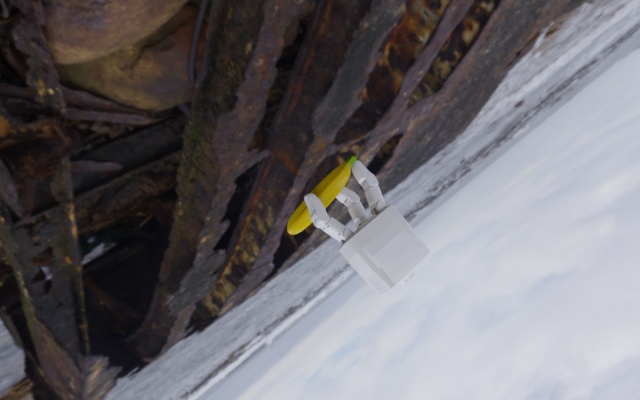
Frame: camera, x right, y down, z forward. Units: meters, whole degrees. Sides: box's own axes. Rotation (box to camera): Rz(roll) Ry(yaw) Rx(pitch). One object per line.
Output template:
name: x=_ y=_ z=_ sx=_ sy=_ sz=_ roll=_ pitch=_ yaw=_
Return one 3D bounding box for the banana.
banana: x=-0.005 y=0.004 z=0.836 sx=0.198 sy=0.037 sz=0.069 roll=-47 pitch=-9 yaw=25
